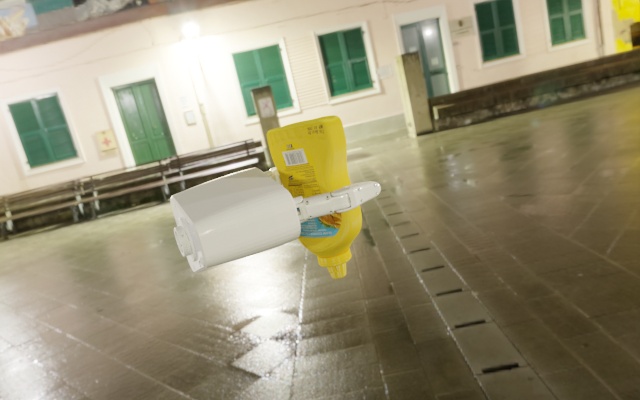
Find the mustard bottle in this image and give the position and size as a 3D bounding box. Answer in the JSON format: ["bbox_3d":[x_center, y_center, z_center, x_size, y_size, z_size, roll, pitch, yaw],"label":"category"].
[{"bbox_3d":[0.000,0.001,0.563,0.096,0.192,0.058,-4,15,39],"label":"mustard bottle"}]
